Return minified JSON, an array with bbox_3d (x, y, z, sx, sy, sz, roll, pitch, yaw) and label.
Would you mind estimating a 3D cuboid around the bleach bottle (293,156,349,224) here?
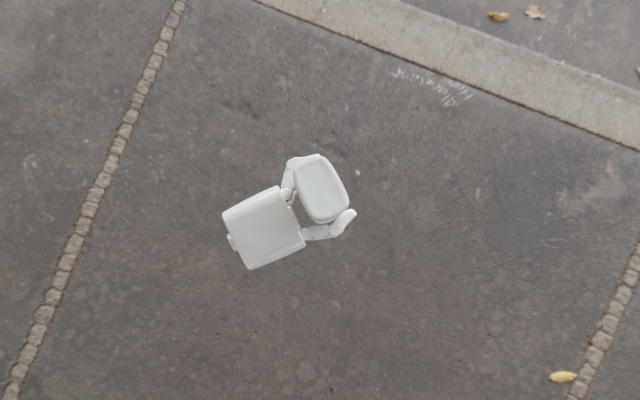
[{"bbox_3d":[0.000,0.003,0.842,0.068,0.102,0.251,-25,-10,-4],"label":"bleach bottle"}]
